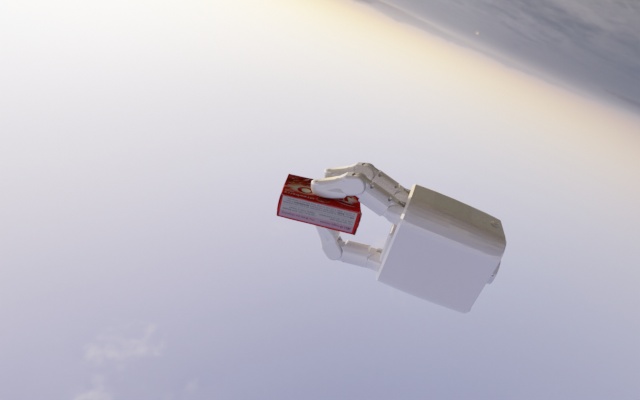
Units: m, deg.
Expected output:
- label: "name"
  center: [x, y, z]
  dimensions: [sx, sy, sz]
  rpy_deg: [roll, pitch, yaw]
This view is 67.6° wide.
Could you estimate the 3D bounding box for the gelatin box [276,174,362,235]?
- label: "gelatin box"
  center: [0.000, 0.002, 0.532]
  dimensions: [0.089, 0.030, 0.073]
  rpy_deg: [13, 20, -2]
